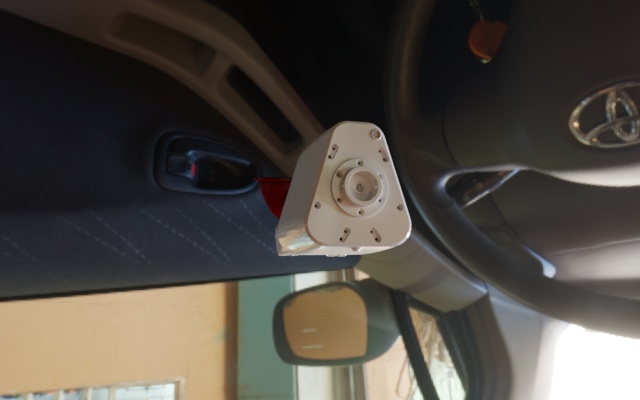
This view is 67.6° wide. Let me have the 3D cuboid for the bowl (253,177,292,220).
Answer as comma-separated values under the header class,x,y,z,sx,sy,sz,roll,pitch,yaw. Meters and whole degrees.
class,x,y,z,sx,sy,sz,roll,pitch,yaw
bowl,0.000,0.002,0.575,0.162,0.055,0.162,2,2,0
